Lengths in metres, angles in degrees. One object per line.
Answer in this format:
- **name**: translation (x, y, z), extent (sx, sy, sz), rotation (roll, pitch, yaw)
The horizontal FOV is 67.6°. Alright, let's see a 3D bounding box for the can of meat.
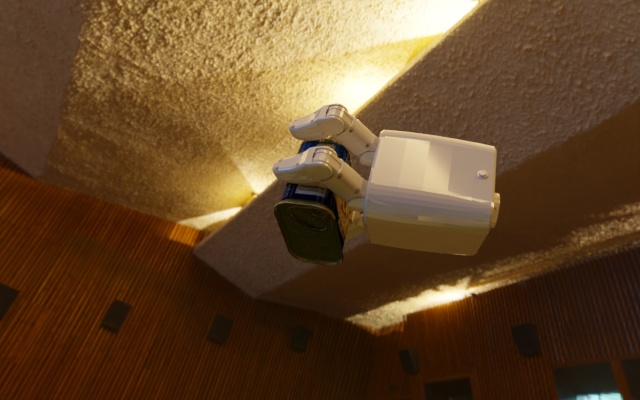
- **can of meat**: translation (0.000, 0.001, 0.469), extent (0.057, 0.084, 0.102), rotation (6, -36, 16)
